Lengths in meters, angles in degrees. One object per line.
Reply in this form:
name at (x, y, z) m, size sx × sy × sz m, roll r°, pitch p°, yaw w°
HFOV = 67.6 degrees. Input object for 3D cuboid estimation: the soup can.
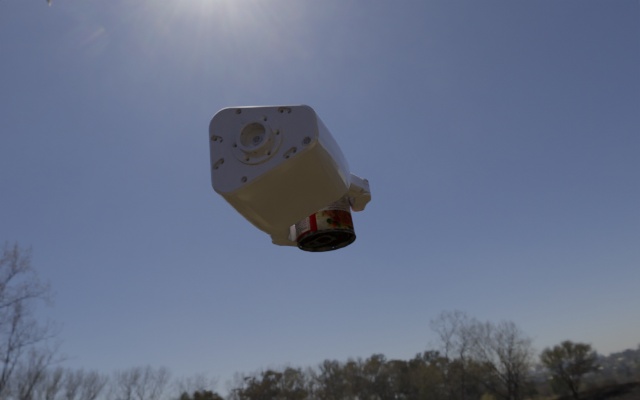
soup can at (0.000, 0.002, 0.562) m, size 0.068 × 0.102 × 0.068 m, roll -7°, pitch -24°, yaw -3°
